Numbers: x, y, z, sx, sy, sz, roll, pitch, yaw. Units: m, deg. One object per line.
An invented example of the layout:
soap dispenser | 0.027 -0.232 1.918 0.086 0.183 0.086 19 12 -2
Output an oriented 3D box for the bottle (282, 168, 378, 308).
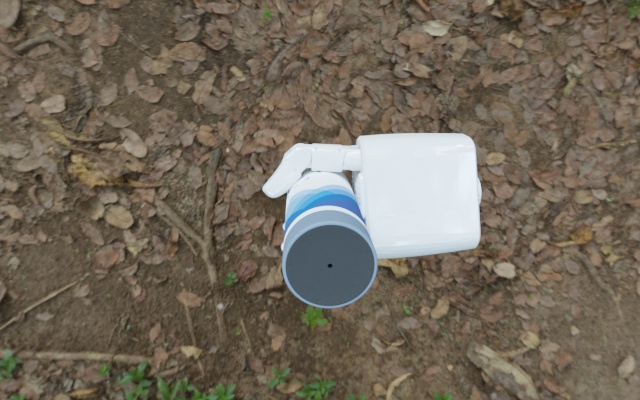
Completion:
bottle | 0.000 0.002 0.469 0.069 0.069 0.295 0 17 -3
